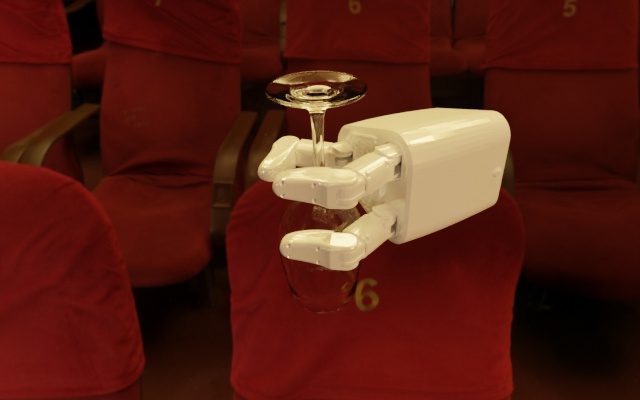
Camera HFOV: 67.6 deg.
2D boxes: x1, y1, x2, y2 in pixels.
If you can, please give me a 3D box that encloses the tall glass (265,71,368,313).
[{"bbox_3d":[0.000,0.001,0.400,0.079,0.201,0.079,-1,33,1],"label":"tall glass"}]
